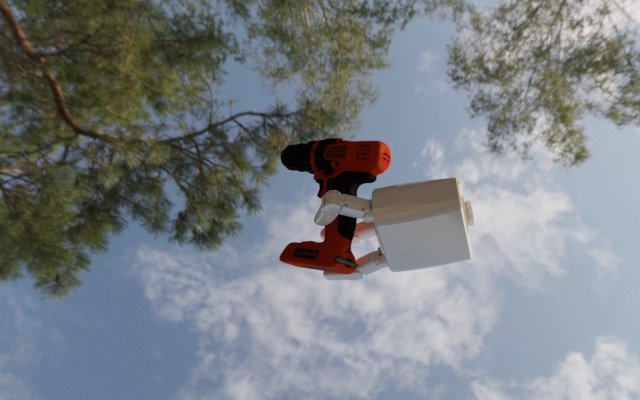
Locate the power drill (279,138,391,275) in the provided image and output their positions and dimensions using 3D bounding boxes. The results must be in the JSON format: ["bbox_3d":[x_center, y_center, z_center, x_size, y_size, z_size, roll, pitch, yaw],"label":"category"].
[{"bbox_3d":[0.000,0.003,0.672,0.184,0.187,0.057,3,-13,40],"label":"power drill"}]
